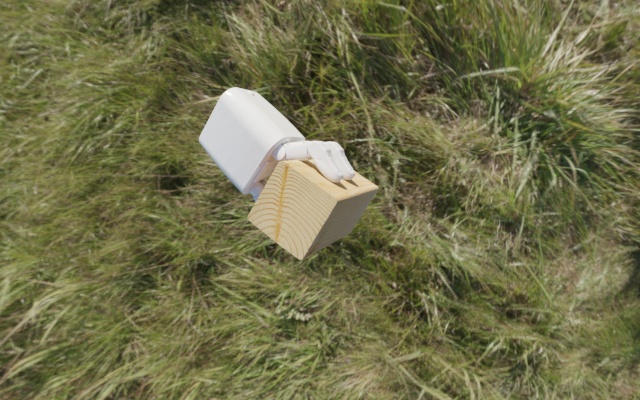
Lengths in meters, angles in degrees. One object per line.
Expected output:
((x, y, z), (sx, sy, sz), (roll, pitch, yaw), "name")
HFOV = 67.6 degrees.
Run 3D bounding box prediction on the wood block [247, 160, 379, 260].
((0.000, 0.002, 0.665), (0.090, 0.091, 0.206), (36, 17, 14), "wood block")
